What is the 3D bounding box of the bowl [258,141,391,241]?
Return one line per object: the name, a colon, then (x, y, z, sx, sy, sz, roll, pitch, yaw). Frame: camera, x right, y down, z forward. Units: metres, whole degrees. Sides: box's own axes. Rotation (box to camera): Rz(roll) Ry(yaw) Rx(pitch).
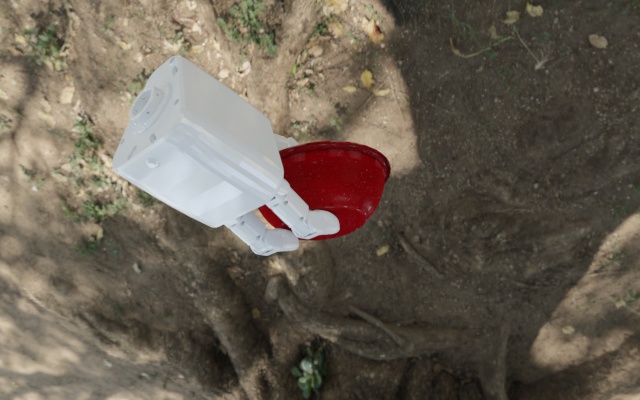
bowl: (0.001, 0.002, 0.513, 0.162, 0.055, 0.162, -7, -25, -3)
